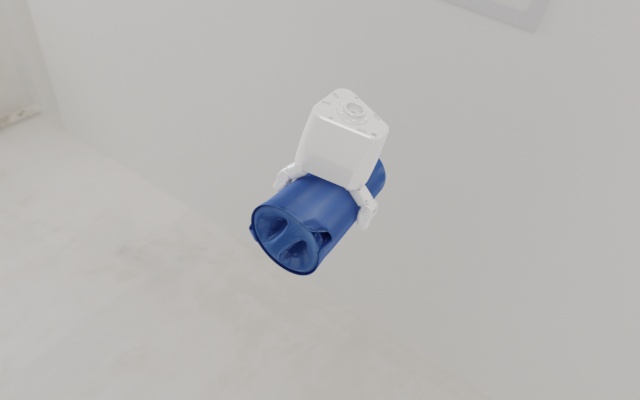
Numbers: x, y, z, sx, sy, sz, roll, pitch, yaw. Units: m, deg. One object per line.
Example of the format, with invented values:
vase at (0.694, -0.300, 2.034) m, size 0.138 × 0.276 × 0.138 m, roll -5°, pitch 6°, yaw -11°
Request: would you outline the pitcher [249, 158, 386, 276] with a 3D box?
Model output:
pitcher at (0.000, 0.003, 0.811) m, size 0.149 × 0.145 × 0.242 m, roll 36°, pitch 49°, yaw 14°
